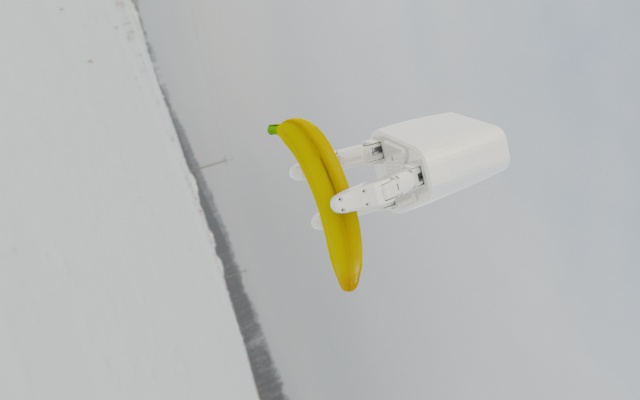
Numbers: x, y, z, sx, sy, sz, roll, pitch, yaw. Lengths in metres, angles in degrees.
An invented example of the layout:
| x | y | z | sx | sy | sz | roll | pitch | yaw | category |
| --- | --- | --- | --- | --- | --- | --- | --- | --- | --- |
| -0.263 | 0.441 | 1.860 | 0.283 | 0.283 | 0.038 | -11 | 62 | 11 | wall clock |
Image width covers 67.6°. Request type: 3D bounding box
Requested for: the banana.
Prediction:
| x | y | z | sx | sy | sz | roll | pitch | yaw | category |
| --- | --- | --- | --- | --- | --- | --- | --- | --- | --- |
| 0.004 | -0.008 | 0.475 | 0.037 | 0.197 | 0.070 | -18 | -14 | -22 | banana |
